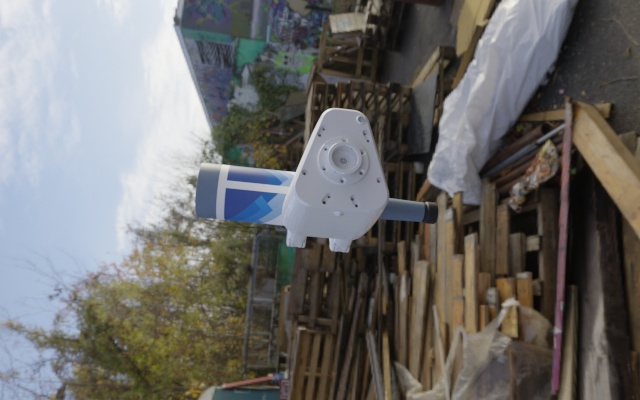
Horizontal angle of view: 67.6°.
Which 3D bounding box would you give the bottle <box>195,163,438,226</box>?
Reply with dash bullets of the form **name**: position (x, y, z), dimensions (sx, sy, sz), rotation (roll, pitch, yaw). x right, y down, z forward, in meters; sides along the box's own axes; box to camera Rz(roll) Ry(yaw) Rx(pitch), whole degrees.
- **bottle**: position (0.000, 0.002, 0.592), dimensions (0.296, 0.069, 0.069), rotation (6, -1, -6)
